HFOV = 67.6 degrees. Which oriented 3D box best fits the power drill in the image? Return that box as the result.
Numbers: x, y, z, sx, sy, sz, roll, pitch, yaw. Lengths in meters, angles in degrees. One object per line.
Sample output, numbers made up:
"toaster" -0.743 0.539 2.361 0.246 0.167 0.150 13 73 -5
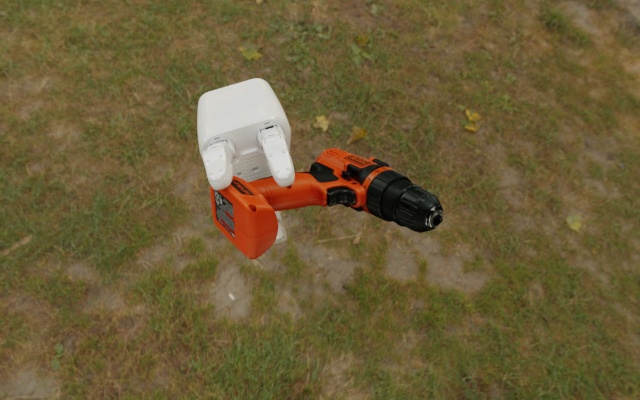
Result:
"power drill" 0.000 0.001 0.473 0.187 0.057 0.184 -12 24 -31
